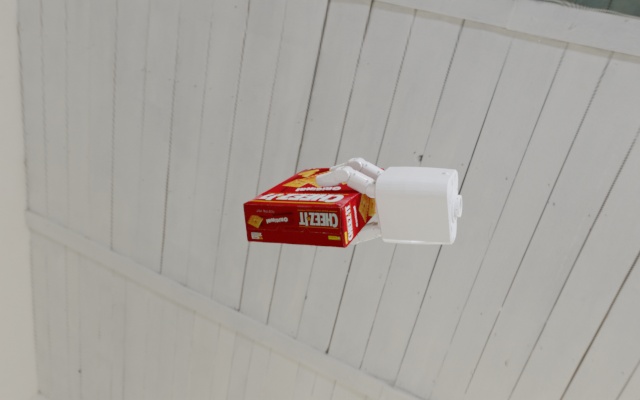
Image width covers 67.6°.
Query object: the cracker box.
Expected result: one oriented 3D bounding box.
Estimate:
[{"bbox_3d":[0.000,0.003,0.780,0.164,0.072,0.213,1,17,24],"label":"cracker box"}]
